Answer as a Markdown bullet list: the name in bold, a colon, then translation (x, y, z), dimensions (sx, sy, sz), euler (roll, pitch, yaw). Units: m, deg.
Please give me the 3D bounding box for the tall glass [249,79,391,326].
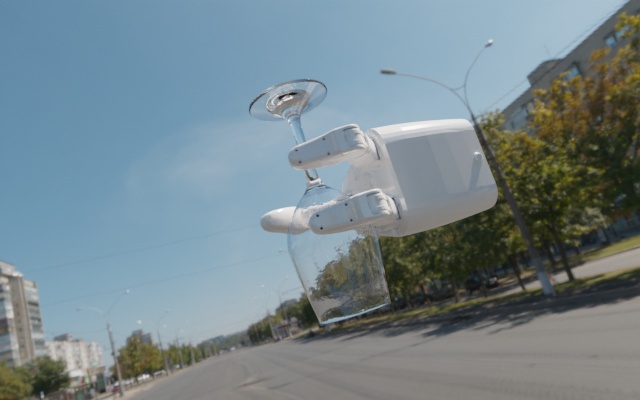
- **tall glass**: translation (0.000, 0.001, 0.415), dimensions (0.079, 0.201, 0.079), euler (-16, -13, -4)
